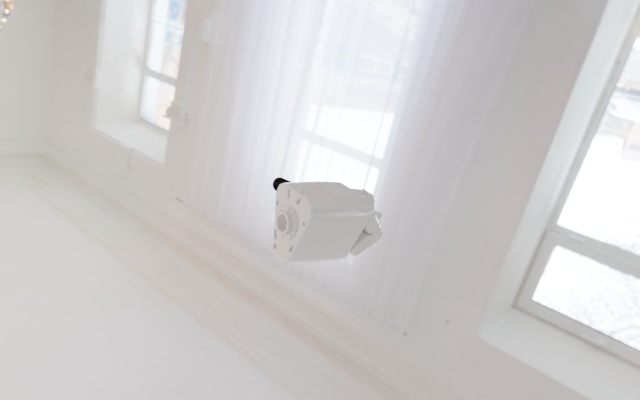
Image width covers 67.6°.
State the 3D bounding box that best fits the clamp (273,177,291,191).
[{"bbox_3d":[0.000,0.003,0.800,0.120,0.039,0.171,0,23,-38],"label":"clamp"}]
